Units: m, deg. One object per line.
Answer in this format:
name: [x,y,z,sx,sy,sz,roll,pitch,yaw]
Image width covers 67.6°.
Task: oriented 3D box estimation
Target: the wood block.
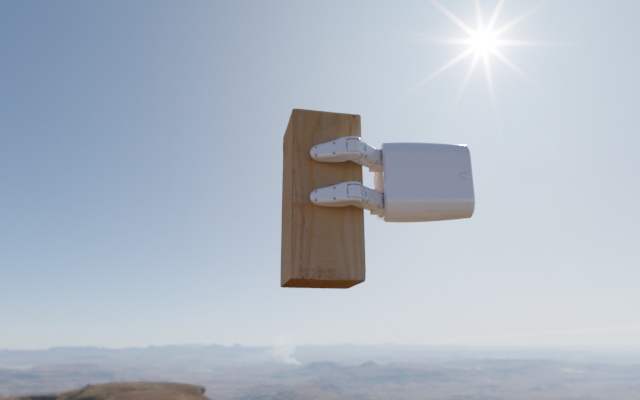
wood block: [0.000,0.002,0.598,0.090,0.206,0.091,3,-17,-11]
